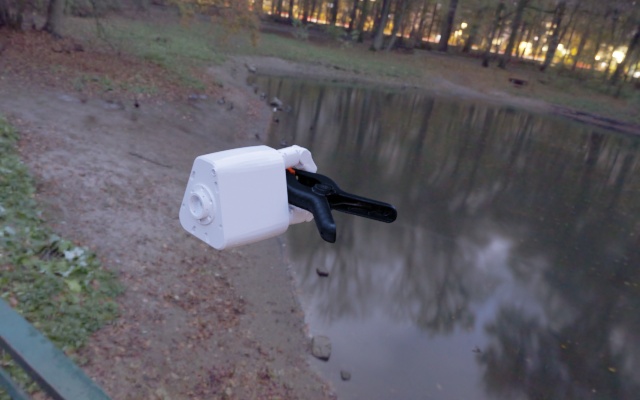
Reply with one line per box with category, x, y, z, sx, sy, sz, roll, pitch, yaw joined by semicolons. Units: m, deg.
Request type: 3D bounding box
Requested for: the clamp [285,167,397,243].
clamp;0.000;0.001;0.618;0.171;0.039;0.120;24;24;34
